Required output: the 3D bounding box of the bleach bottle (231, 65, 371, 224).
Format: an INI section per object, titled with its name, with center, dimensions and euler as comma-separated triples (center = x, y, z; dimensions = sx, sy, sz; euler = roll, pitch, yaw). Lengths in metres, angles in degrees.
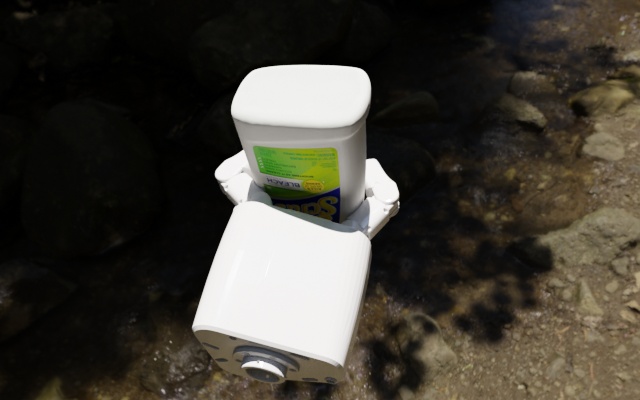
[bleach bottle]
center = 0.000, 0.001, 0.432
dimensions = 0.102, 0.068, 0.251
euler = 5, -38, 14
